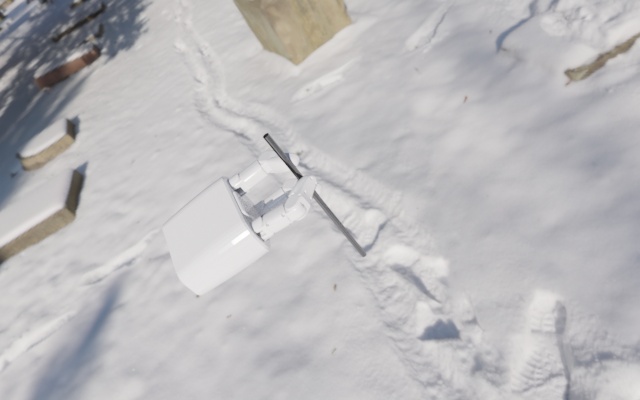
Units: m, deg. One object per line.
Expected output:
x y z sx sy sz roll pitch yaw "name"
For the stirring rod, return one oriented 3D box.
0.000 0.002 0.610 0.011 0.011 0.240 0 -39 41 "stirring rod"
